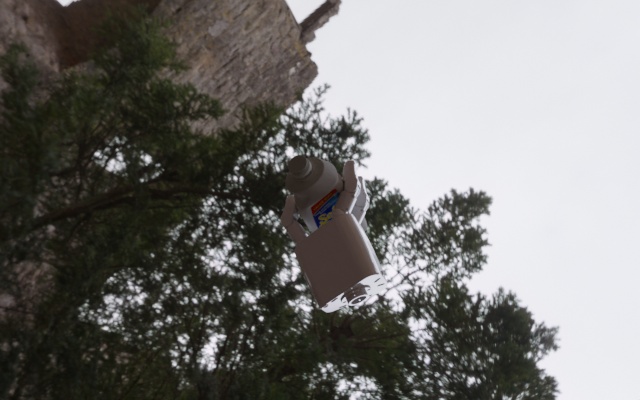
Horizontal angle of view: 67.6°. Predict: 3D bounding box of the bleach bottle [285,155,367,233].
[{"bbox_3d":[0.000,0.002,0.778,0.102,0.068,0.251,-29,-30,6],"label":"bleach bottle"}]
